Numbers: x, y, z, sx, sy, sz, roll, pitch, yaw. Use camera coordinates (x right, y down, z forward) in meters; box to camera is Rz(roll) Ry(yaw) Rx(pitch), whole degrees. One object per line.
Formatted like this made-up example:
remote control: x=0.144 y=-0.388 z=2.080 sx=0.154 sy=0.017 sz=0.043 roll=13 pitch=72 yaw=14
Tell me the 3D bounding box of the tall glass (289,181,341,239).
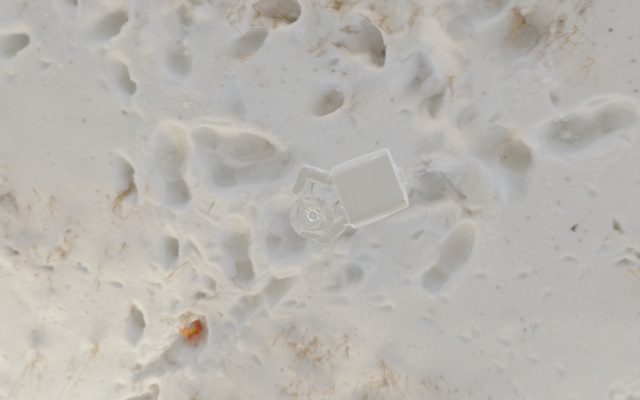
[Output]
tall glass: x=0.000 y=0.003 z=0.869 sx=0.079 sy=0.079 sz=0.201 roll=0 pitch=14 yaw=8
